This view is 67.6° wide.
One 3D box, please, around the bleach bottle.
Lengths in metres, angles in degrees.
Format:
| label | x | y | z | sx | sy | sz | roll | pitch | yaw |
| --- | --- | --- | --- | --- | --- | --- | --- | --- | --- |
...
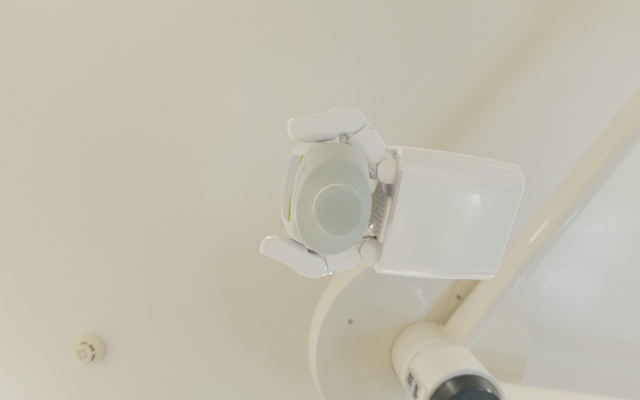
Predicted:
| label | x | y | z | sx | sy | sz | roll | pitch | yaw |
| --- | --- | --- | --- | --- | --- | --- | --- | --- | --- |
| bleach bottle | 0.000 | 0.001 | 0.406 | 0.068 | 0.102 | 0.251 | 8 | 6 | -6 |
